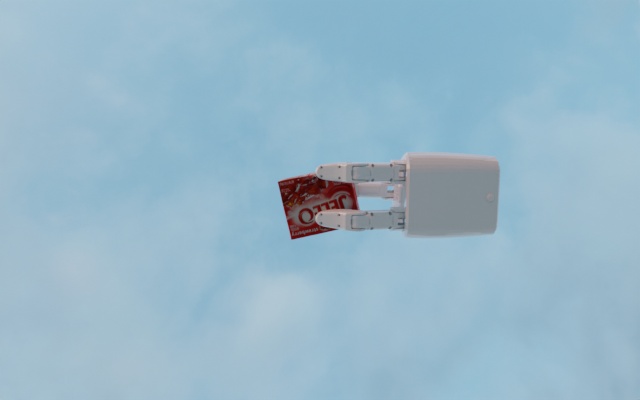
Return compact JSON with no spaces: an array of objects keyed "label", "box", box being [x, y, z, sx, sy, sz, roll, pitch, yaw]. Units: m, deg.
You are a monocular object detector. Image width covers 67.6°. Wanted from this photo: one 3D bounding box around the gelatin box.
[{"label":"gelatin box","box":[0.000,0.002,0.576,0.089,0.073,0.030,-12,6,9]}]
